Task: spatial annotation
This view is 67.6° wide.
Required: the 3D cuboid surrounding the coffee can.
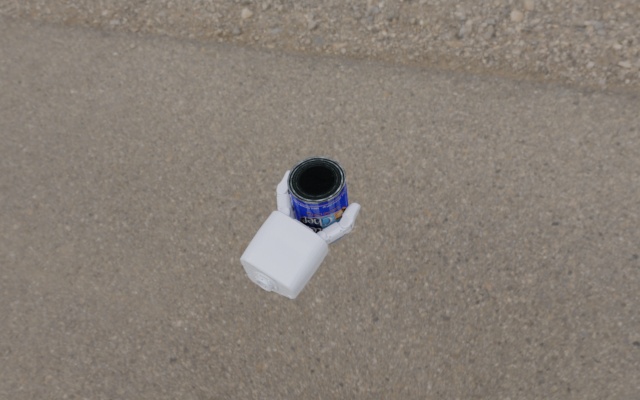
[{"bbox_3d":[0.000,0.003,0.872,0.103,0.102,0.140,0,-35,7],"label":"coffee can"}]
